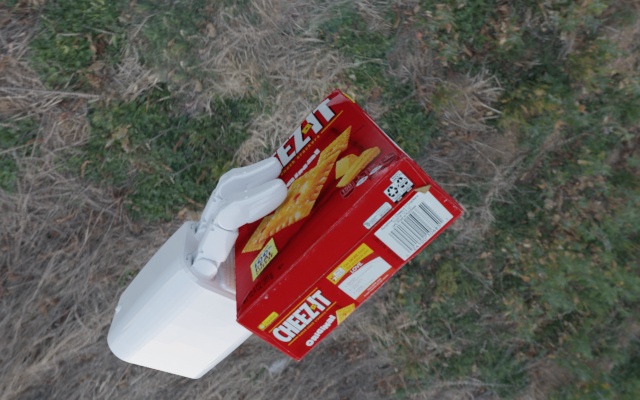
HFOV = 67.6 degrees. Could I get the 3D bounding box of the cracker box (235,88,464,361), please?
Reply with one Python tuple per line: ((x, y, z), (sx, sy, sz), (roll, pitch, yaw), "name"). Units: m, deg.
((0.000, 0.002, 0.414), (0.072, 0.164, 0.213), (40, 12, -25), "cracker box")
